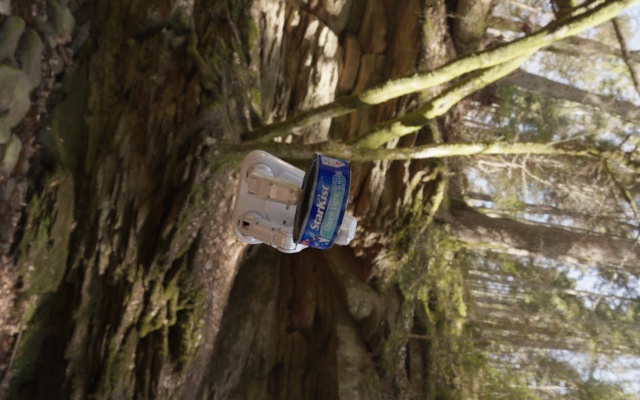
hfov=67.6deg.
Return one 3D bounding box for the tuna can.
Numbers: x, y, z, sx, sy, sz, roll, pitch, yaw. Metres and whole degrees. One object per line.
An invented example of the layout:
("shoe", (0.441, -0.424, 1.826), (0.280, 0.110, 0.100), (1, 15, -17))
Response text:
("tuna can", (0.001, 0.002, 0.443), (0.034, 0.086, 0.086), (13, -2, -9))
